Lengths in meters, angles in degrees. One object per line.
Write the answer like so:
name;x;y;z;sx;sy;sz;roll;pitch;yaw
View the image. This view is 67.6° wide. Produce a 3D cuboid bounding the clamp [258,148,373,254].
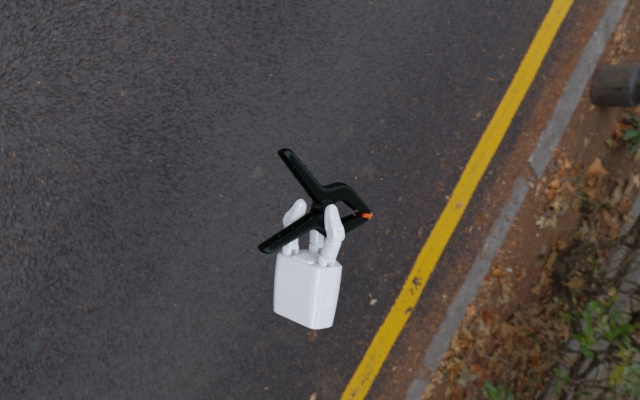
clamp;0.001;0.003;0.780;0.210;0.164;0.036;1;11;-35
